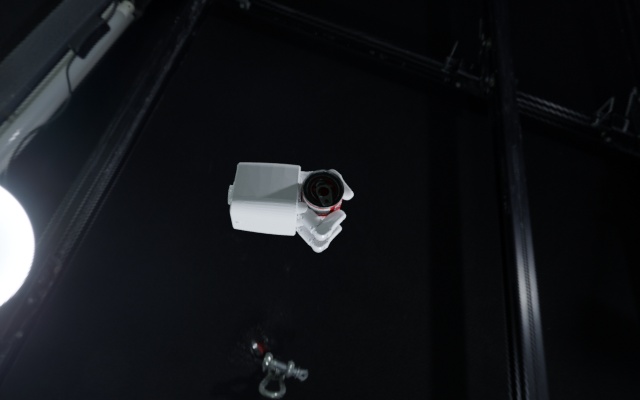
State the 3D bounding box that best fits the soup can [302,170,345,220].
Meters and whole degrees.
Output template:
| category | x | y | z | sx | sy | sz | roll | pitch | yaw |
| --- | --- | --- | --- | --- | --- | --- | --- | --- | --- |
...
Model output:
| category | x | y | z | sx | sy | sz | roll | pitch | yaw |
| --- | --- | --- | --- | --- | --- | --- | --- | --- | --- |
| soup can | 0.001 | 0.003 | 0.800 | 0.068 | 0.068 | 0.102 | 0 | -25 | -5 |
